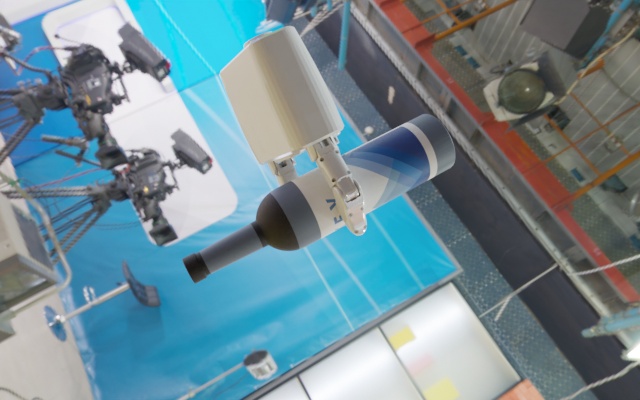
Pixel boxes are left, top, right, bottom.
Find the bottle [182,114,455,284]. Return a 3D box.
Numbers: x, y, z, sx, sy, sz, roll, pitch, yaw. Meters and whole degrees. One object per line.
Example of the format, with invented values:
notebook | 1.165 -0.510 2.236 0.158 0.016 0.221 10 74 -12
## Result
bottle | 0.000 0.002 0.492 0.295 0.069 0.069 -28 7 -13
